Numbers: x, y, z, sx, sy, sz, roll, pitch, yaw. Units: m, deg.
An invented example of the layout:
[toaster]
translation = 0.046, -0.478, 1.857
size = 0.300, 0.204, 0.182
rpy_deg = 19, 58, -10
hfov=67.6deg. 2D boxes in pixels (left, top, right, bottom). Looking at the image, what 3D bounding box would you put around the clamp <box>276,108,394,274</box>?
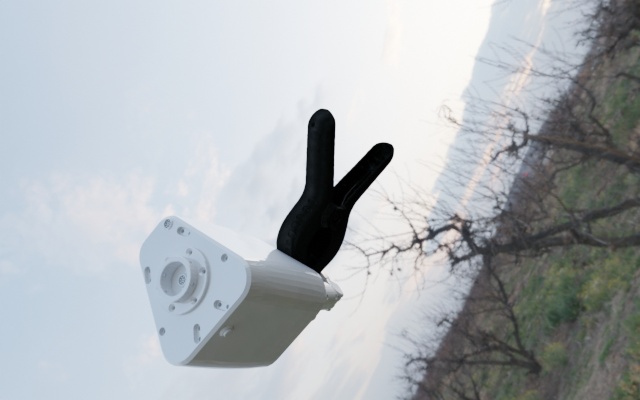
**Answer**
[clamp]
translation = 0.000, 0.001, 0.440
size = 0.039, 0.171, 0.120
rpy_deg = 25, -3, 44
